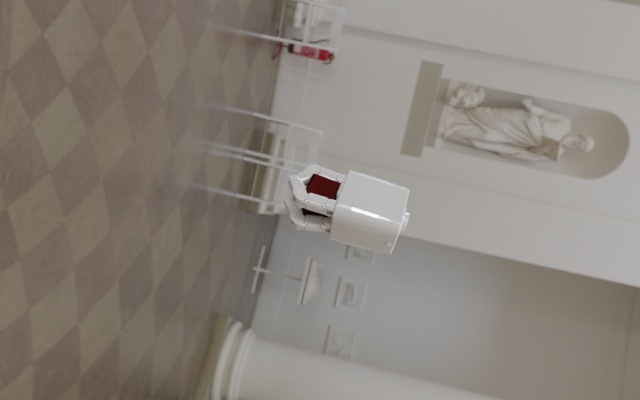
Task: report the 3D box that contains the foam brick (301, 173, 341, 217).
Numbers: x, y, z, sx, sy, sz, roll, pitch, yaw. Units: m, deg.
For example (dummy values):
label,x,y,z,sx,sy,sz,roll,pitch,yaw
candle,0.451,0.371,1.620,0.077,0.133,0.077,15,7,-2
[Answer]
label,x,y,z,sx,sy,sz,roll,pitch,yaw
foam brick,0.000,0.003,0.804,0.051,0.053,0.078,20,-30,9
